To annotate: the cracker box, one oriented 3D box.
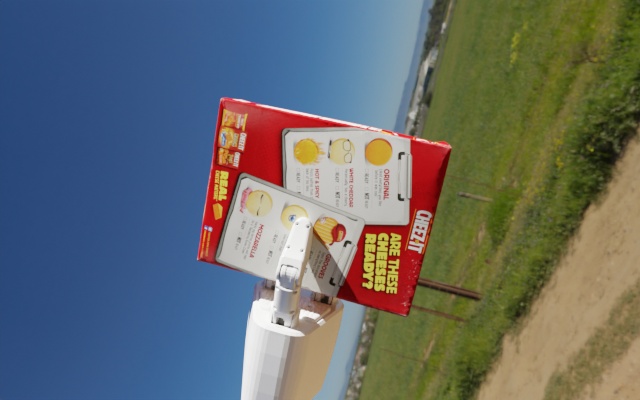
[{"bbox_3d":[0.000,0.002,0.468,0.213,0.164,0.072,13,14,8],"label":"cracker box"}]
